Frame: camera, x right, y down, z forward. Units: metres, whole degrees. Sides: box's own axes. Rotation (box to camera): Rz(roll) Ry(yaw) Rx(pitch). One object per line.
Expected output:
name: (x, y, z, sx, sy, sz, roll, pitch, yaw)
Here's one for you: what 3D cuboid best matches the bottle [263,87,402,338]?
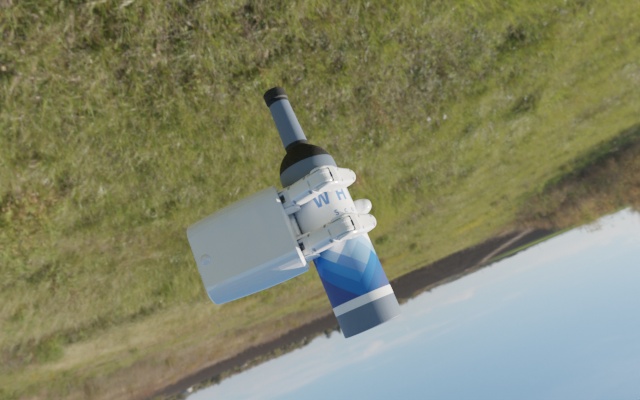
bottle: (0.000, 0.002, 0.539, 0.069, 0.295, 0.069, -22, -14, -6)
